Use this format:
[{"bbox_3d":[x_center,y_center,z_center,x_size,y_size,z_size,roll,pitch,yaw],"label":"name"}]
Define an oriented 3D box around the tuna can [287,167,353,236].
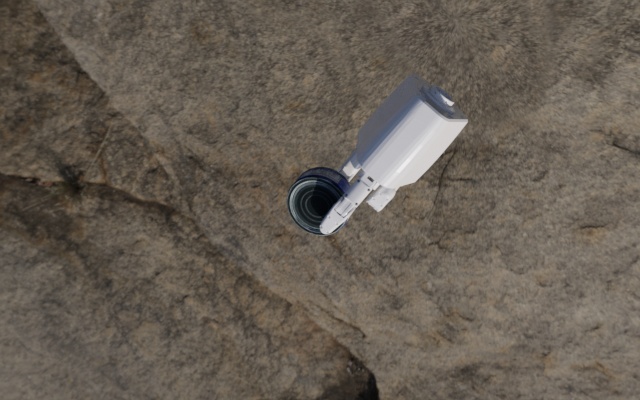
[{"bbox_3d":[0.000,0.002,0.620,0.086,0.086,0.033,0,24,20],"label":"tuna can"}]
